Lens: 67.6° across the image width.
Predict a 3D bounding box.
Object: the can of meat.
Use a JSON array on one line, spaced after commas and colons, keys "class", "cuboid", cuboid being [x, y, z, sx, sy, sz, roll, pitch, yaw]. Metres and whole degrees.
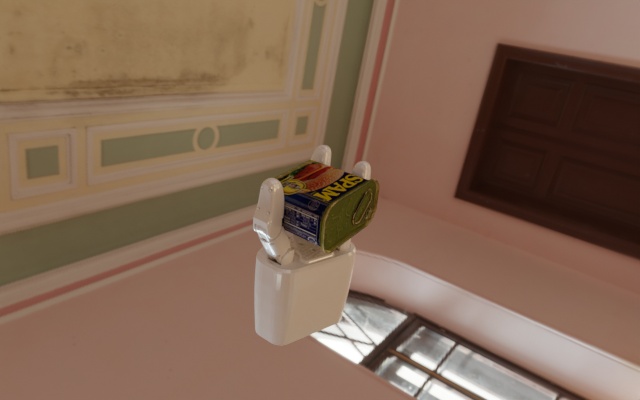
[{"class": "can of meat", "cuboid": [0.000, 0.002, 0.506, 0.084, 0.057, 0.102, 22, 33, 30]}]
